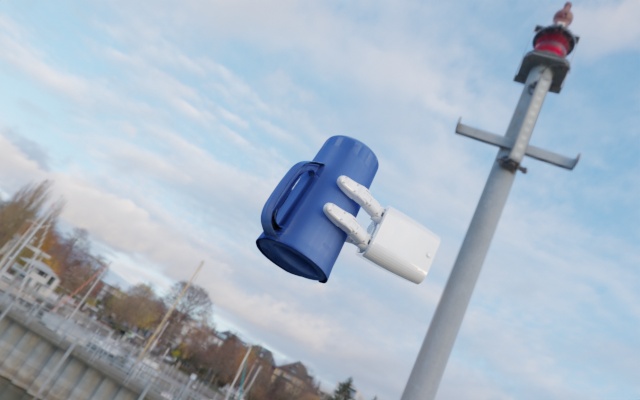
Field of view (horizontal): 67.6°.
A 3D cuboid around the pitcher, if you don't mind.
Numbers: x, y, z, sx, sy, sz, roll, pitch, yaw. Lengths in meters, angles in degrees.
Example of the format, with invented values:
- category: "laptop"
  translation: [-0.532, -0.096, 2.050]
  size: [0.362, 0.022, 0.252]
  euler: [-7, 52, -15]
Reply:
- category: "pitcher"
  translation: [0.000, 0.003, 0.806]
  size: [0.145, 0.242, 0.149]
  euler: [30, -24, 0]
